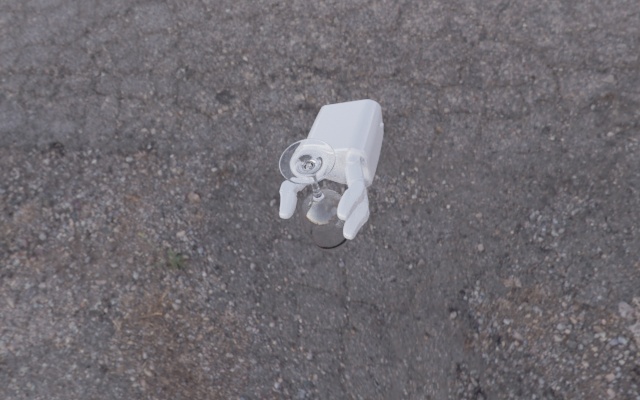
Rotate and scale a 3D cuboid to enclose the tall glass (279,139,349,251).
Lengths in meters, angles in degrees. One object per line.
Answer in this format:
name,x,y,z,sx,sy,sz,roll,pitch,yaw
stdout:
tall glass,0.000,0.002,0.695,0.079,0.079,0.201,0,-33,12
